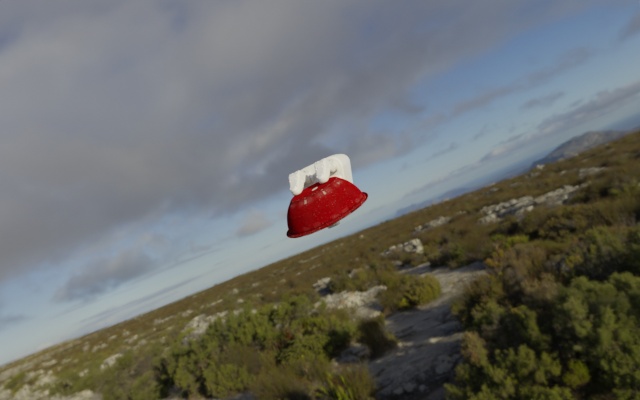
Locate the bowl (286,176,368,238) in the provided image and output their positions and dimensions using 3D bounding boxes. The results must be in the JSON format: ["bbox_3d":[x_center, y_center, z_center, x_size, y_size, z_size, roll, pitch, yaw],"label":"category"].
[{"bbox_3d":[0.000,0.003,0.840,0.162,0.055,0.162,-26,11,6],"label":"bowl"}]
